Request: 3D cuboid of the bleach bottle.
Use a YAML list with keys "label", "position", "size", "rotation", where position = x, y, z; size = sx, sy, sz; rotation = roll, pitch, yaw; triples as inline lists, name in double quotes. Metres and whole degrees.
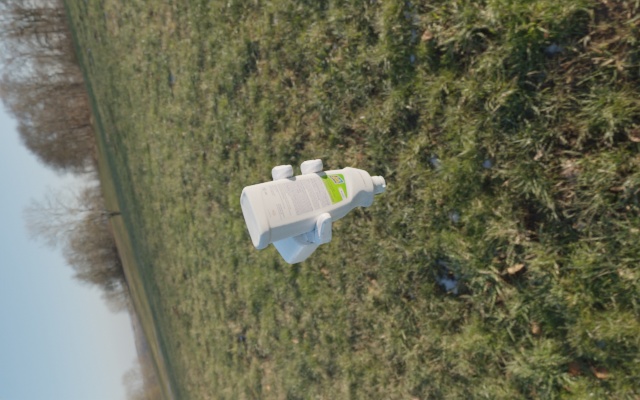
- label: "bleach bottle"
  position: [0.000, 0.003, 0.803]
  size: [0.251, 0.102, 0.068]
  rotation: [-12, -22, -23]
